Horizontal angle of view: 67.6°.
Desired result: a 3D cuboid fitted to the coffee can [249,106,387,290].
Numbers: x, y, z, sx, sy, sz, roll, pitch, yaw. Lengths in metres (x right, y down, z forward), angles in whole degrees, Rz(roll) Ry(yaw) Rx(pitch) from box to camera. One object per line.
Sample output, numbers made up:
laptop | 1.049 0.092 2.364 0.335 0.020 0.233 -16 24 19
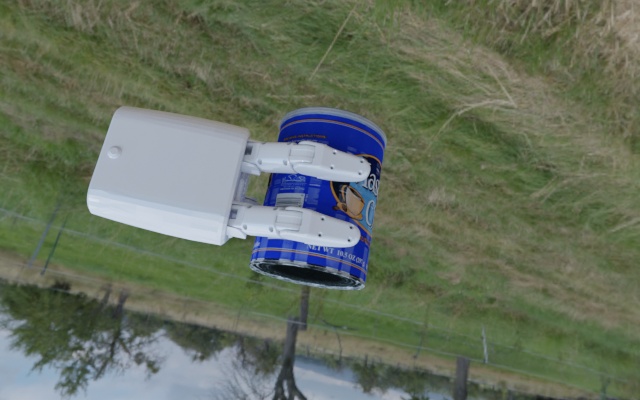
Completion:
coffee can | 0.000 0.001 0.435 0.103 0.140 0.103 9 -18 3
